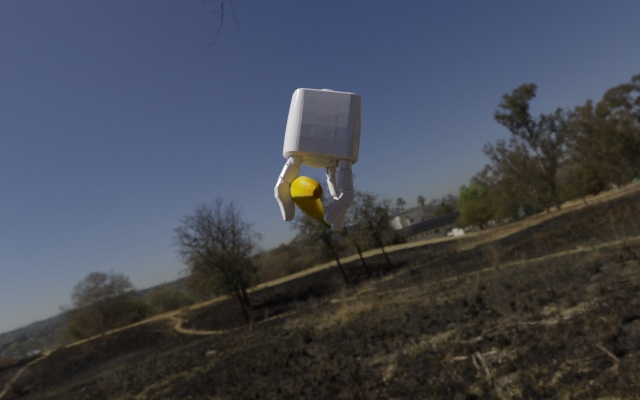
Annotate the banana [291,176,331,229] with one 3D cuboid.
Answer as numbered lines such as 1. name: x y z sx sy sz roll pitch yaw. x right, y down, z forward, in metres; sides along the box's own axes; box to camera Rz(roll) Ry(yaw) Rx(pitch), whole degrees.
1. banana: -0.016 -0.005 0.738 0.069 0.037 0.198 28 -10 13
